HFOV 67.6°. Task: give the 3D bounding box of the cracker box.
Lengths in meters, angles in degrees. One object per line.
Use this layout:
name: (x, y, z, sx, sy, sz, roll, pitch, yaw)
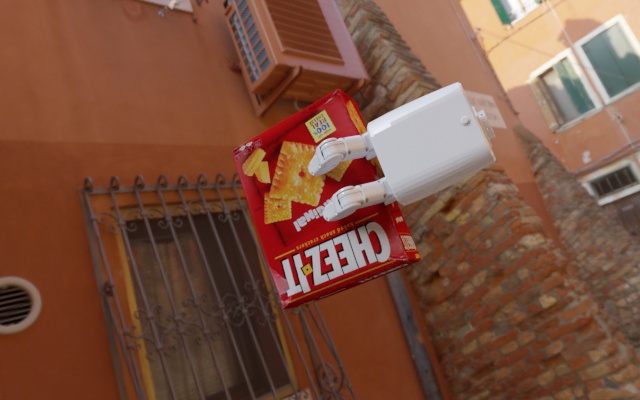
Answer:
cracker box: (0.000, 0.002, 0.575, 0.164, 0.213, 0.072, -25, -15, 20)
